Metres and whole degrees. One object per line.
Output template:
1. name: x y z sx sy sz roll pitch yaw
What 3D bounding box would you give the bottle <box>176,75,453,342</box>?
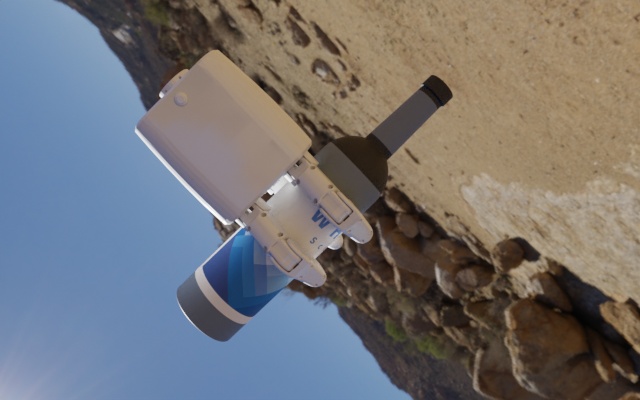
1. bottle: 0.000 0.002 0.426 0.296 0.069 0.069 -44 -3 3
